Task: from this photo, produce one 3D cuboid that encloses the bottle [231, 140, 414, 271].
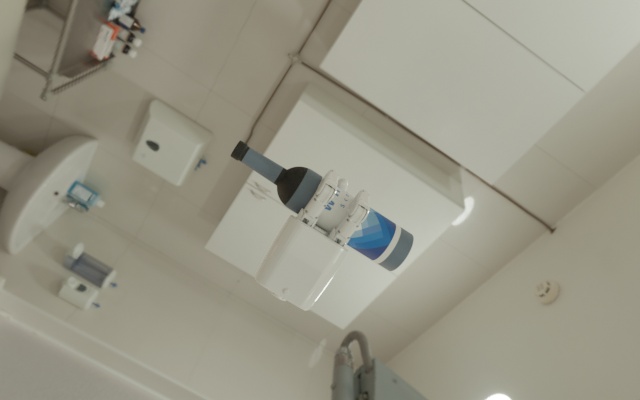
[{"bbox_3d":[0.000,0.002,0.710,0.296,0.069,0.069,32,-6,-9],"label":"bottle"}]
